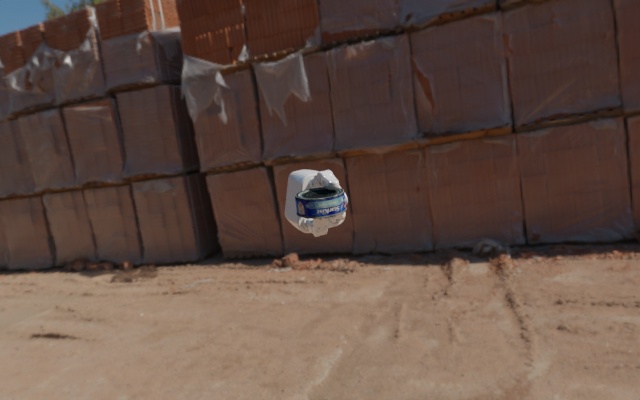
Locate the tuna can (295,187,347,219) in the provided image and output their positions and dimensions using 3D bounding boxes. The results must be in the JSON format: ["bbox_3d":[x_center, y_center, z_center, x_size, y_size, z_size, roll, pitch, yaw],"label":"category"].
[{"bbox_3d":[0.000,0.002,0.809,0.086,0.034,0.086,-5,14,1],"label":"tuna can"}]
